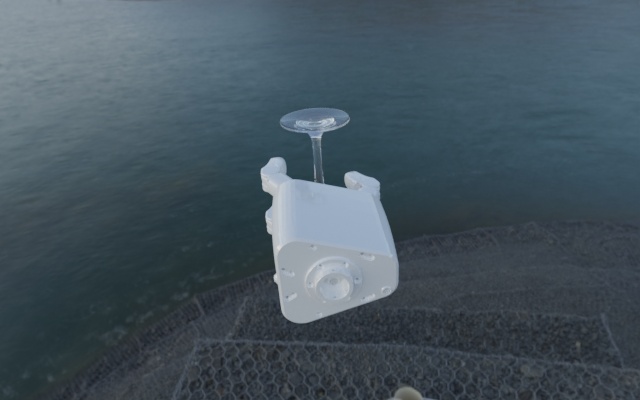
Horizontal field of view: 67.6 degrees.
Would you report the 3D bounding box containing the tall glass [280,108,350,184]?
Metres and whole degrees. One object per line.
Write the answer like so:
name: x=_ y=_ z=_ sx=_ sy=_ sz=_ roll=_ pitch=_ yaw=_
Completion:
tall glass: x=0.000 y=0.001 z=0.550 sx=0.079 sy=0.201 sz=0.079 roll=-3 pitch=28 yaw=2
